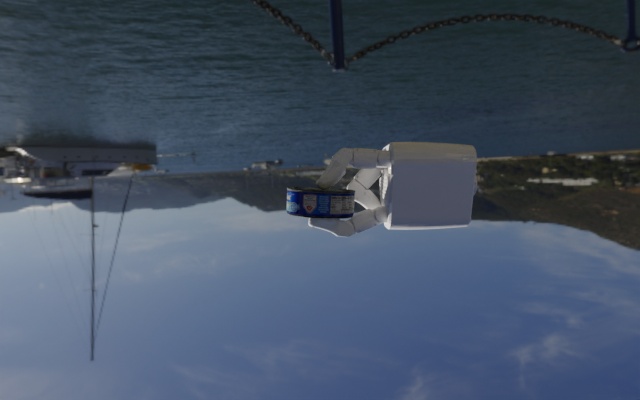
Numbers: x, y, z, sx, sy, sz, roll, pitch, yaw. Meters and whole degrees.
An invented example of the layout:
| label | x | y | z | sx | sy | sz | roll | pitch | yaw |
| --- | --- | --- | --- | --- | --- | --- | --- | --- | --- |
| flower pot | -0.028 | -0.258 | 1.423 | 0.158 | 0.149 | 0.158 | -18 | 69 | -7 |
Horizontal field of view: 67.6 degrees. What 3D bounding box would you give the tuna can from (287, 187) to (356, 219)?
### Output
| label | x | y | z | sx | sy | sz | roll | pitch | yaw |
| --- | --- | --- | --- | --- | --- | --- | --- | --- | --- |
| tuna can | 0.000 | 0.003 | 0.596 | 0.086 | 0.034 | 0.086 | 3 | 4 | 0 |
